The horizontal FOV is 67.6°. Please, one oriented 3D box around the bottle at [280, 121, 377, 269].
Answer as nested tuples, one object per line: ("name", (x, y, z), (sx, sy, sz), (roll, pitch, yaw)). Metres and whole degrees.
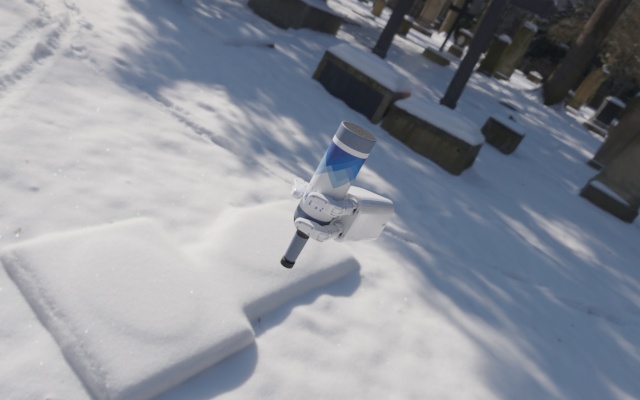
("bottle", (0.000, 0.003, 0.856), (0.069, 0.296, 0.069), (24, 23, -11))
